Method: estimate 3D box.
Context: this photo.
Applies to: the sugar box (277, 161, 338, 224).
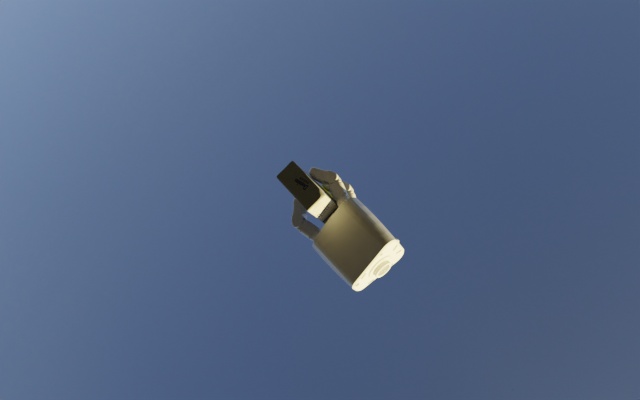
[{"bbox_3d":[0.001,0.002,0.840,0.093,0.048,0.176,47,1,29],"label":"sugar box"}]
